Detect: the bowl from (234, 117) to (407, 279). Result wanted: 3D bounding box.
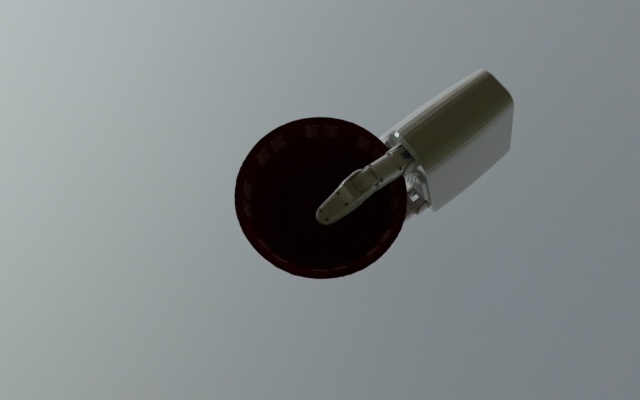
[{"bbox_3d":[-0.001,0.002,0.469,0.162,0.162,0.055,0,-20,-2],"label":"bowl"}]
